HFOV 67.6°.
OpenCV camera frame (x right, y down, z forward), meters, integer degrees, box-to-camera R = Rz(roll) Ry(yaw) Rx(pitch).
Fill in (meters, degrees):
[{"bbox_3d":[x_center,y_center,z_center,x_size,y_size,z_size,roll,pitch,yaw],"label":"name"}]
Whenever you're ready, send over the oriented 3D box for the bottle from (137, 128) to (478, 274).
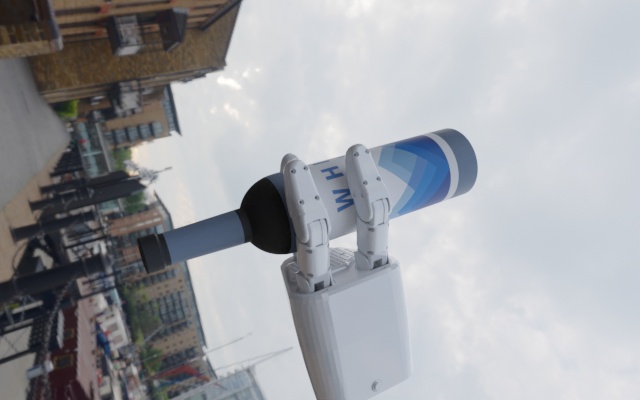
[{"bbox_3d":[0.000,0.001,0.403,0.295,0.069,0.069,-17,7,-24],"label":"bottle"}]
